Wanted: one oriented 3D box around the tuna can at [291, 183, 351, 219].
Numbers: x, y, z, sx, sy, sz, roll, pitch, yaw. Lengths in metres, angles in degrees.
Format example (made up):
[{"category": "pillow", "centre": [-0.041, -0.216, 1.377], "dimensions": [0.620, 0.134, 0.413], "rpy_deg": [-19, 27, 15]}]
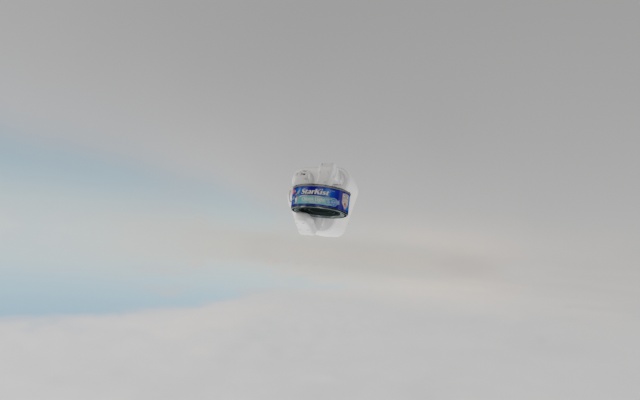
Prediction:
[{"category": "tuna can", "centre": [0.000, 0.003, 0.695], "dimensions": [0.086, 0.033, 0.086], "rpy_deg": [7, -12, 1]}]
